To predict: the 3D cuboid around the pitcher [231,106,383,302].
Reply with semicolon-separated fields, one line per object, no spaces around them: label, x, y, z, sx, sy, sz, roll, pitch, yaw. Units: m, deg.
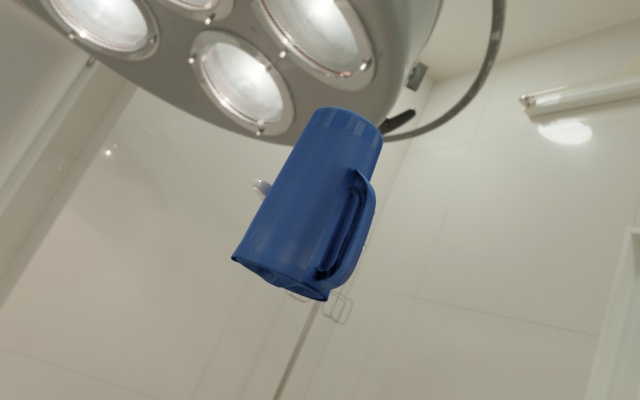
pitcher;0.000;0.002;0.626;0.149;0.242;0.145;23;-17;7
